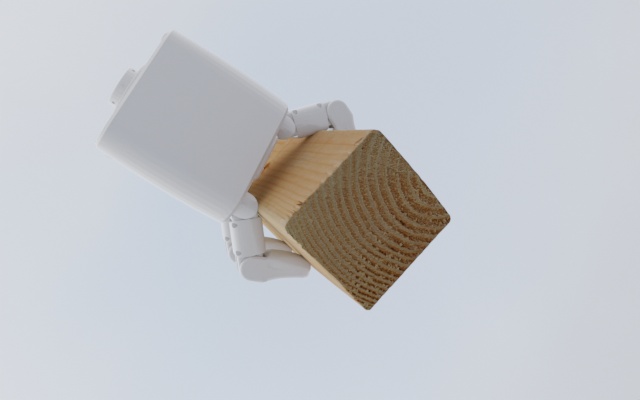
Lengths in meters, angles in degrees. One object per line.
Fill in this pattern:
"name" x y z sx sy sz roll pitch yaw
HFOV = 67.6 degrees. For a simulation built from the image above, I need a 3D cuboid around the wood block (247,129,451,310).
"wood block" 0.000 0.001 0.407 0.090 0.091 0.206 46 -9 -19
